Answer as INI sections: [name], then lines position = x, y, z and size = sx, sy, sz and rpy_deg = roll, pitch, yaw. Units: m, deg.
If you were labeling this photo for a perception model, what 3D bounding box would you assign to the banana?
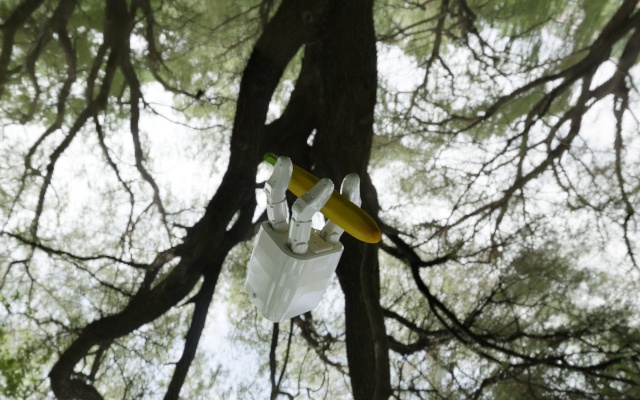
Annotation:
[banana]
position = 0.006, 0.002, 0.631
size = 0.197, 0.037, 0.069
rpy_deg = 35, 11, 25
